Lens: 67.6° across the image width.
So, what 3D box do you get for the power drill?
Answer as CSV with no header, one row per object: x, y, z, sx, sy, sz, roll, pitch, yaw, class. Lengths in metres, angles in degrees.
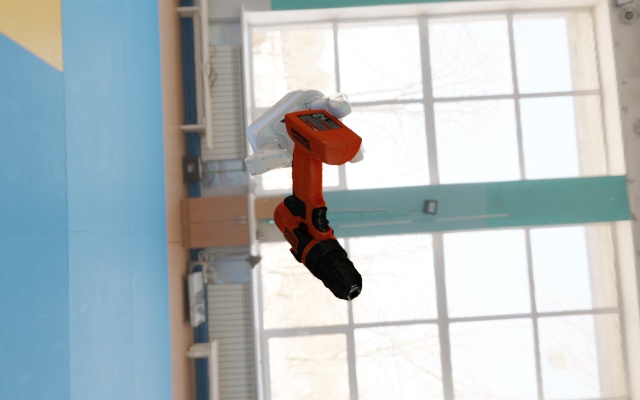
0.000,0.001,0.561,0.057,0.188,0.184,-12,36,-29,power drill
